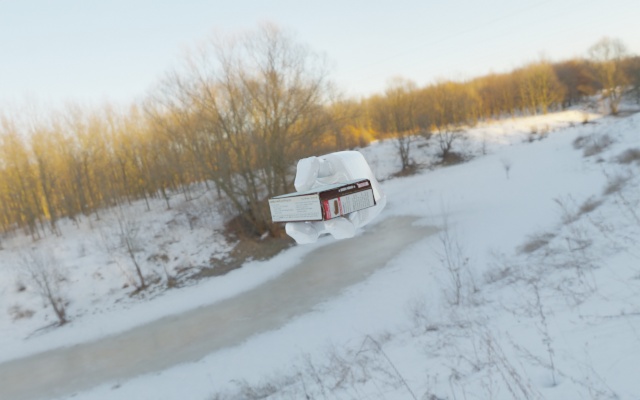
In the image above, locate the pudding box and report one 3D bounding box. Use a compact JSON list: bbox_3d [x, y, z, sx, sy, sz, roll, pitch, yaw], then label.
[{"bbox_3d":[0.000,0.002,0.614,0.090,0.039,0.113,-16,5,-37],"label":"pudding box"}]
